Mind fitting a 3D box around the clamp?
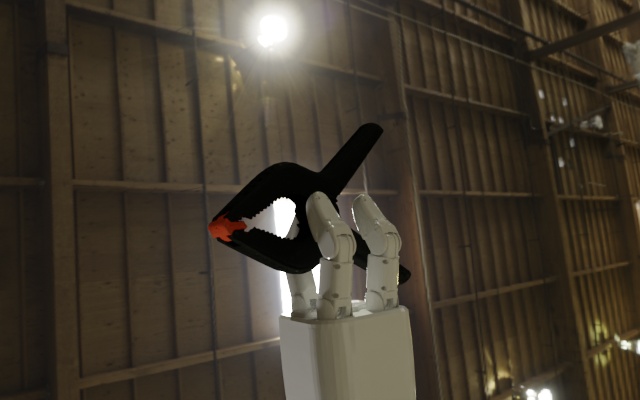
[{"bbox_3d":[-0.001,0.002,0.426,0.210,0.164,0.036,1,-11,-40],"label":"clamp"}]
